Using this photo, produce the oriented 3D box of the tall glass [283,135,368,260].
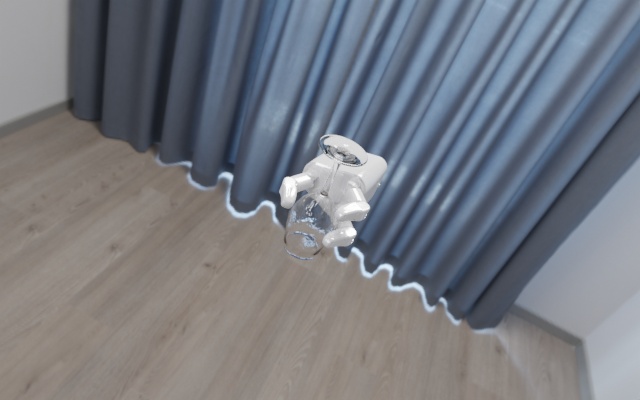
[{"bbox_3d":[0.000,0.002,0.732,0.079,0.201,0.079,16,36,-12],"label":"tall glass"}]
